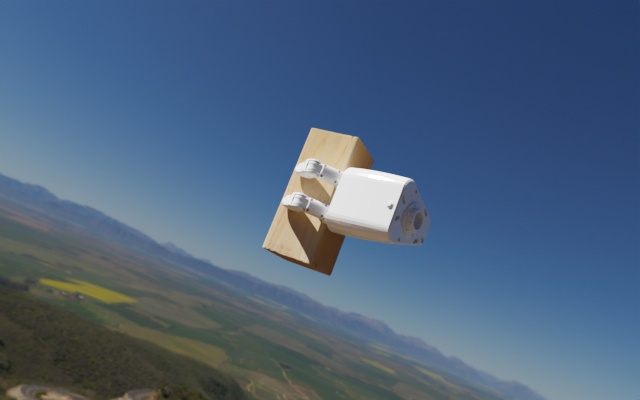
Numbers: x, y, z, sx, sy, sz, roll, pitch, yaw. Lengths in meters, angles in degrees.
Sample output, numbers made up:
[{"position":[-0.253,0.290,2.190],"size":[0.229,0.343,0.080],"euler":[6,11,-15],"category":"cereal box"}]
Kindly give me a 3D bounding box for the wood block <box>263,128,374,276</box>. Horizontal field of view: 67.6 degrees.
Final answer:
[{"position":[0.001,0.003,0.762],"size":[0.090,0.206,0.091],"euler":[16,-13,27],"category":"wood block"}]
